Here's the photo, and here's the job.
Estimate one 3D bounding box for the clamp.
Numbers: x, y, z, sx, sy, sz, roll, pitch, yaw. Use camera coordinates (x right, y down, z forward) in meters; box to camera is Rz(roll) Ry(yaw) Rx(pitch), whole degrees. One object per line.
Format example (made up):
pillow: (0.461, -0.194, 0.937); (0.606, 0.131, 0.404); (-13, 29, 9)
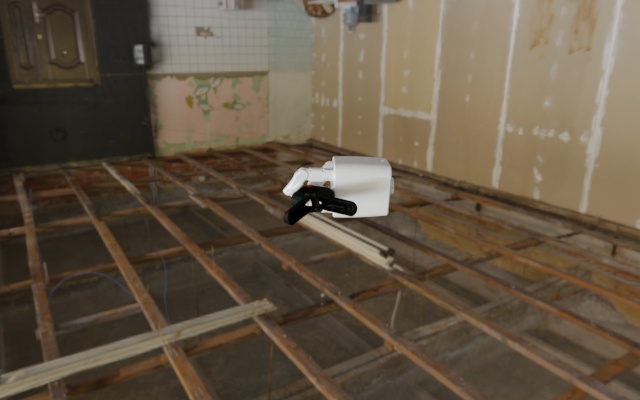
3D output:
clamp: (0.000, 0.003, 0.833); (0.120, 0.039, 0.171); (-1, 18, 0)
